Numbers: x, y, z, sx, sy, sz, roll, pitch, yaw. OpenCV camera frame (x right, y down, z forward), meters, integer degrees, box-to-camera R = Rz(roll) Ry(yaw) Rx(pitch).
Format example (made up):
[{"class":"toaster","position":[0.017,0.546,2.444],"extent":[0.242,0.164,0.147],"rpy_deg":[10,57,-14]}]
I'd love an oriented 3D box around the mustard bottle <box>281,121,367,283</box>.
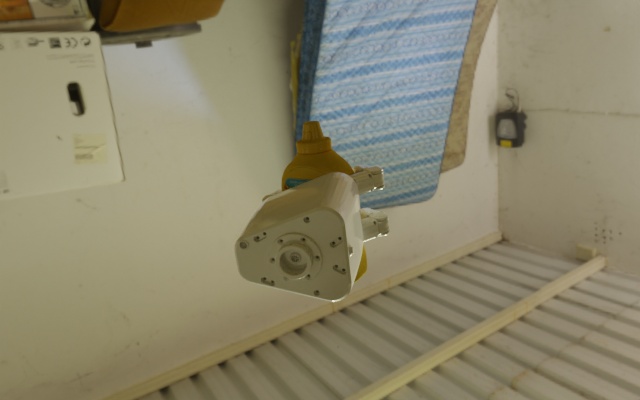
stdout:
[{"class":"mustard bottle","position":[0.000,0.002,0.570],"extent":[0.096,0.192,0.058],"rpy_deg":[5,21,33]}]
